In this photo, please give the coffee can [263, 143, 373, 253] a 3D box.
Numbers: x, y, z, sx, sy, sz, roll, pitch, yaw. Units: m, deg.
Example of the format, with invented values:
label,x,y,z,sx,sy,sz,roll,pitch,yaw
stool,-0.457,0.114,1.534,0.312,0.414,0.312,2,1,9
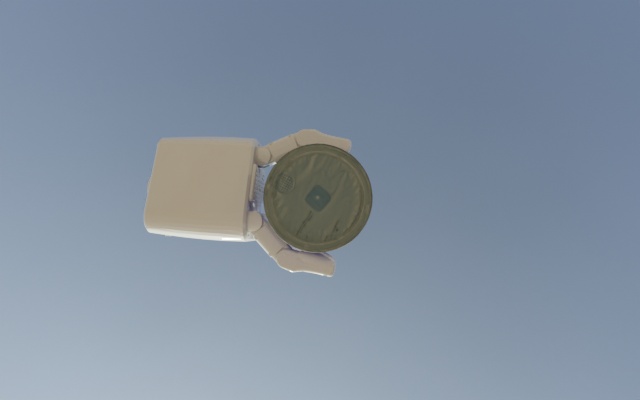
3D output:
label,x,y,z,sx,sy,sz,roll,pitch,yaw
coffee can,0.000,0.002,0.513,0.103,0.103,0.140,0,-4,2
